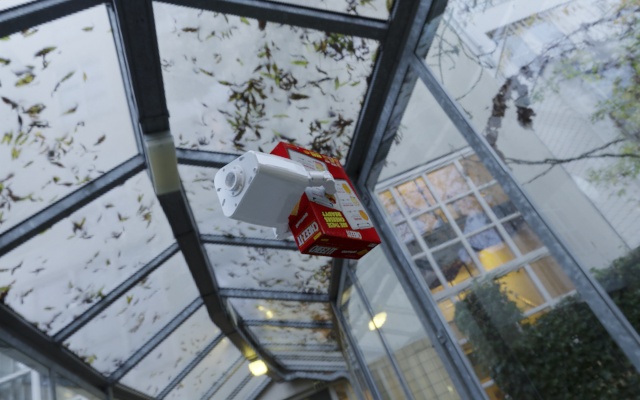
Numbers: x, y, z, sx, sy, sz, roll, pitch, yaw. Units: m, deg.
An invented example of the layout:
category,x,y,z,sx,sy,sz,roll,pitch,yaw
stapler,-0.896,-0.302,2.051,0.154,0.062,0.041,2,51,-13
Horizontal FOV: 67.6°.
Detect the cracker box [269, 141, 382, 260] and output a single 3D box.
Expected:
category,x,y,z,sx,sy,sz,roll,pitch,yaw
cracker box,0.000,0.003,0.893,0.164,0.213,0.072,12,-46,-46
